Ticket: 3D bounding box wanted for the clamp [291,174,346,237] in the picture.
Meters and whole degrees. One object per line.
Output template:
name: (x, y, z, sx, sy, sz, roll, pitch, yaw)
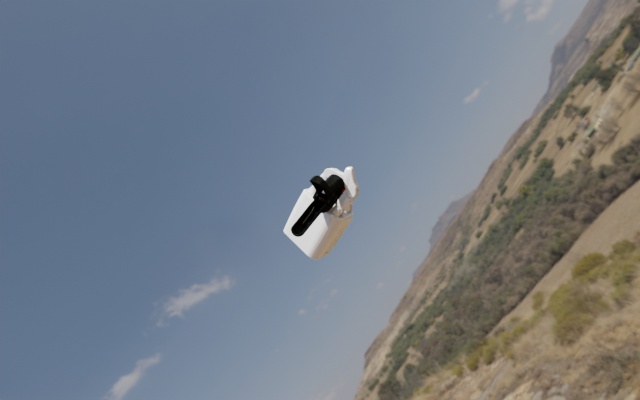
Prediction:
clamp: (0.000, 0.002, 0.891, 0.039, 0.120, 0.171, 36, 18, 15)
